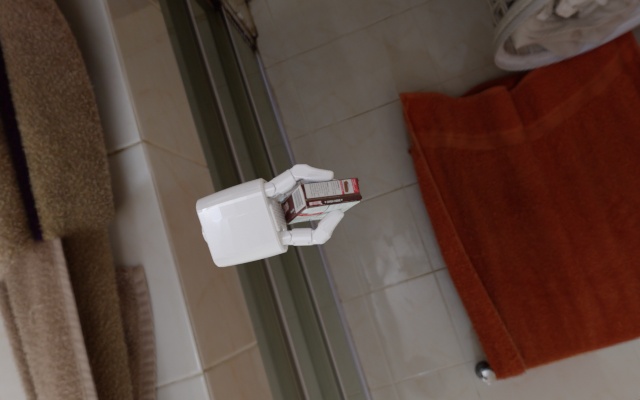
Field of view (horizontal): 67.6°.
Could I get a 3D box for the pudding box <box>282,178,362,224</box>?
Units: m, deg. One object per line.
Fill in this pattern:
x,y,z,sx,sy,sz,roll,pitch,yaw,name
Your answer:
0.000,0.003,0.718,0.090,0.039,0.113,-8,-11,-20,pudding box
